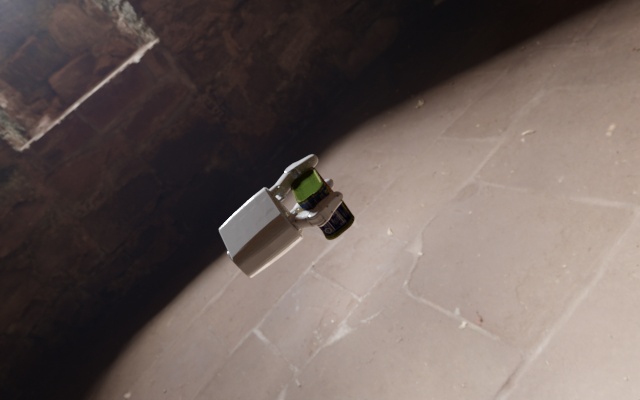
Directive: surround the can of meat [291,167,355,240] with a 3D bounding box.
[{"bbox_3d":[0.000,0.002,0.768,0.057,0.084,0.102,-38,26,4],"label":"can of meat"}]
